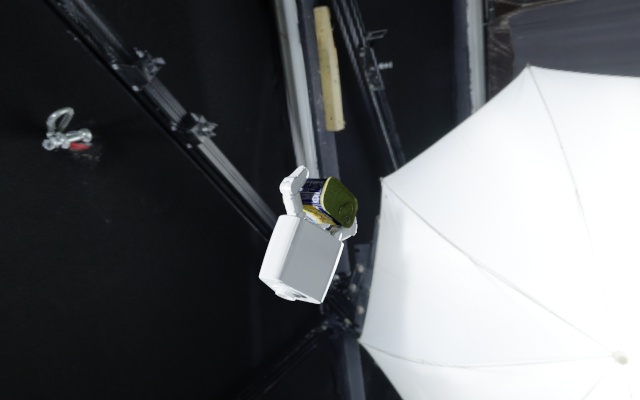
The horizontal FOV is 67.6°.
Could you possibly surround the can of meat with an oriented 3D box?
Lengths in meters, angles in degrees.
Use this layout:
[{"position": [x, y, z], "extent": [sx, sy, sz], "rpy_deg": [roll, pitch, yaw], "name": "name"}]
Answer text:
[{"position": [0.000, 0.002, 0.791], "extent": [0.084, 0.057, 0.102], "rpy_deg": [3, -25, 36], "name": "can of meat"}]
